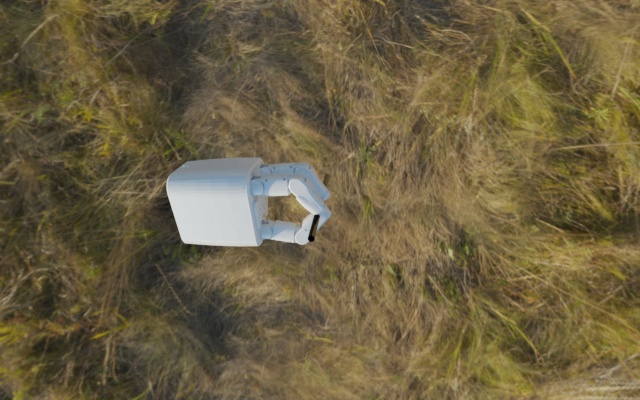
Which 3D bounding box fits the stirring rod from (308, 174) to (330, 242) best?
[{"bbox_3d":[0.000,0.002,0.642,0.011,0.011,0.239,0,20,5],"label":"stirring rod"}]
